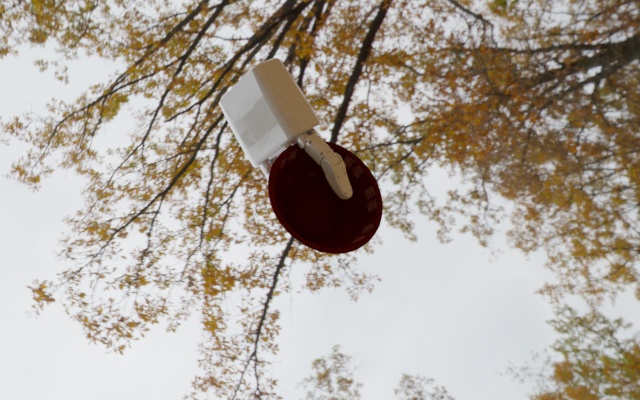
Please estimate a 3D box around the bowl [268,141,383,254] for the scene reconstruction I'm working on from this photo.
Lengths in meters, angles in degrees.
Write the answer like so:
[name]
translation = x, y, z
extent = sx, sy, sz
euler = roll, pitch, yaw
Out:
[bowl]
translation = 0.000, 0.003, 0.637
extent = 0.162, 0.162, 0.055
euler = 0, -24, -25
